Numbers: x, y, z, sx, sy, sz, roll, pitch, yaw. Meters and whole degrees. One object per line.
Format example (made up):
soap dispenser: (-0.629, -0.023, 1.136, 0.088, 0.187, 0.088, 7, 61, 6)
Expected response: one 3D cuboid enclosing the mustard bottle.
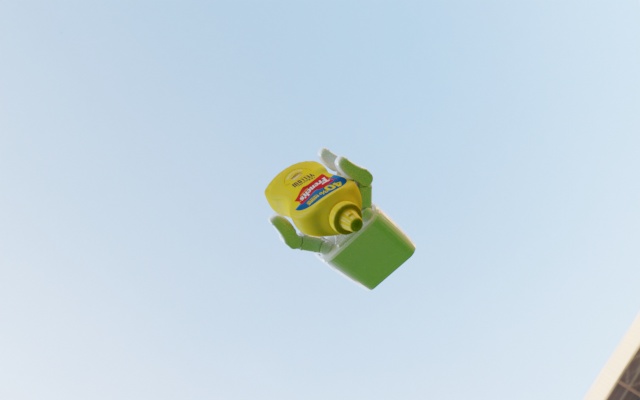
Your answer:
mustard bottle: (0.000, 0.002, 0.640, 0.096, 0.058, 0.191, -31, 29, -16)
